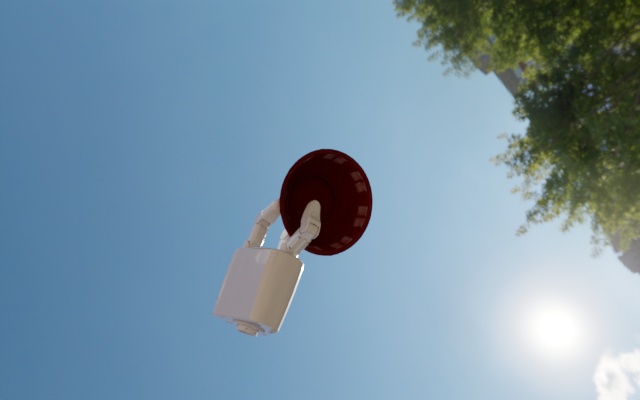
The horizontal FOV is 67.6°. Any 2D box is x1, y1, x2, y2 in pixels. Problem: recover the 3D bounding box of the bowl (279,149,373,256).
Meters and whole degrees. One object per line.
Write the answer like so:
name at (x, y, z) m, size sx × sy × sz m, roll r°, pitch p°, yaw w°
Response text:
bowl at (0.001, 0.001, 0.739) m, size 0.162 × 0.162 × 0.055 m, roll 0°, pitch 1°, yaw -29°
